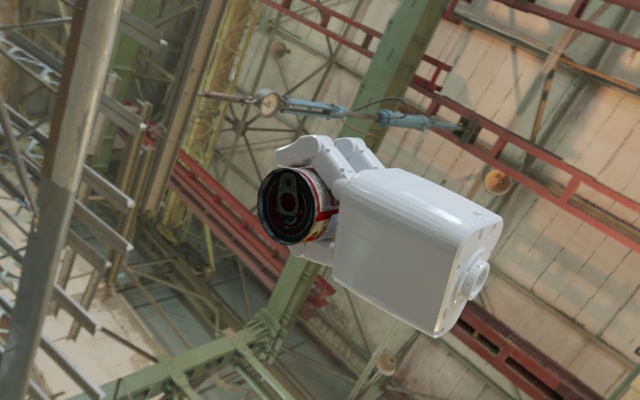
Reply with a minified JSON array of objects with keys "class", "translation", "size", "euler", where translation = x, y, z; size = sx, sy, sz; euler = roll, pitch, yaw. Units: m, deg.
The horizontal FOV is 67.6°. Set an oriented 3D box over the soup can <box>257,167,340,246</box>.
[{"class":"soup can","translation":[0.000,0.001,0.451],"size":[0.068,0.068,0.102],"euler":[0,4,38]}]
